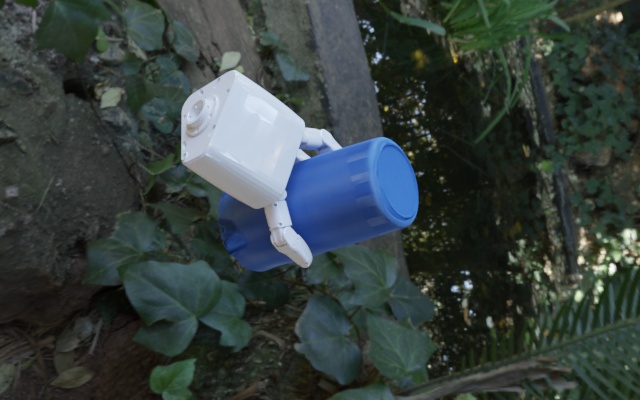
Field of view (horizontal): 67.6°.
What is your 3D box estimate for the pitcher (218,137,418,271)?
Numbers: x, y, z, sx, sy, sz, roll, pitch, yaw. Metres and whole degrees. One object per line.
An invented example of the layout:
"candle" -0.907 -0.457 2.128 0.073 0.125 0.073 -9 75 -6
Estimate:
"pitcher" 0.000 0.002 0.615 0.243 0.149 0.145 -17 -35 36
